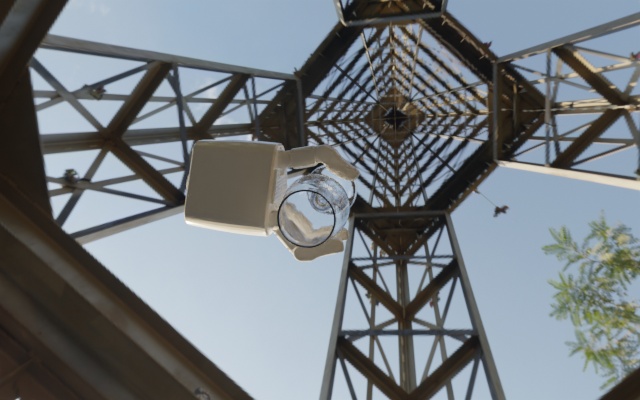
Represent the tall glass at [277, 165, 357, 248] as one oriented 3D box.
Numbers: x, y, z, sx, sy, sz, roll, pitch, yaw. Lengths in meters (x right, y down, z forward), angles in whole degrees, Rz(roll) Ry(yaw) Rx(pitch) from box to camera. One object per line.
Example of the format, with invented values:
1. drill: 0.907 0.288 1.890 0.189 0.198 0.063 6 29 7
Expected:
1. tall glass: 0.000 0.002 0.587 0.079 0.079 0.201 0 10 9
